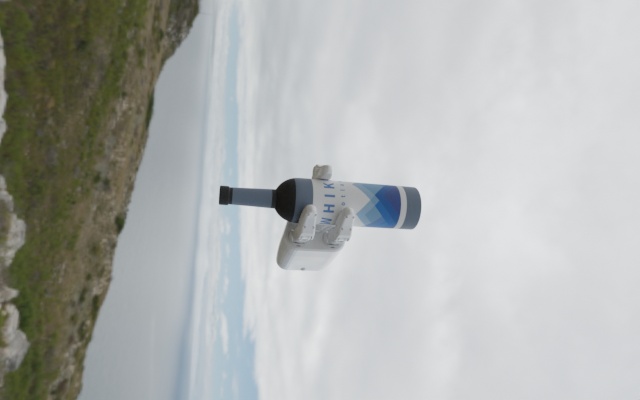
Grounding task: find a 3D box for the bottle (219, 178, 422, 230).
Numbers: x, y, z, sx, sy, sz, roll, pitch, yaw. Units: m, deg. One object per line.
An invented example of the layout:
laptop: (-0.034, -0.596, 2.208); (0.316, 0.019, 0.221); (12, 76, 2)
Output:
bottle: (0.000, 0.002, 0.708); (0.296, 0.069, 0.069); (4, -1, -13)
